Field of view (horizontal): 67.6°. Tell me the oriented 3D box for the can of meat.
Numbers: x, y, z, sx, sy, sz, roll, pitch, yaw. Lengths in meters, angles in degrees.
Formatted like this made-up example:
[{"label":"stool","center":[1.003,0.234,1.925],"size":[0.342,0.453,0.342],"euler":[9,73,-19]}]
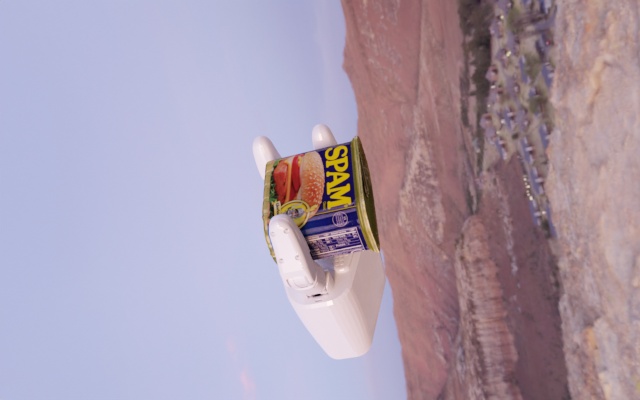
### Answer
[{"label":"can of meat","center":[0.000,0.001,0.400],"size":[0.084,0.102,0.057],"euler":[-12,-43,12]}]
